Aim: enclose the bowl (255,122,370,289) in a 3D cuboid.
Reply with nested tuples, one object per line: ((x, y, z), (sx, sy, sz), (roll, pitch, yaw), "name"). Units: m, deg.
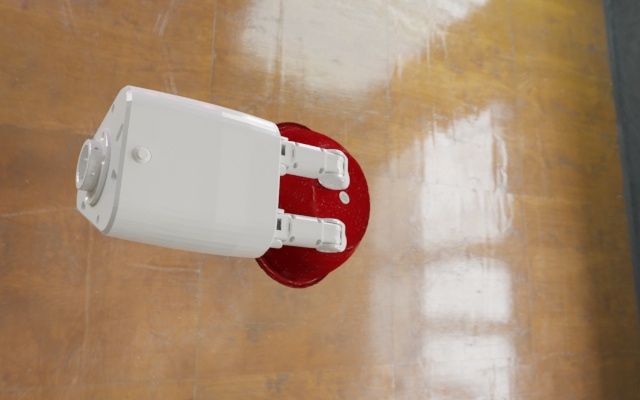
((0.001, 0.001, 0.450), (0.055, 0.162, 0.162), (-7, -4, 37), "bowl")
